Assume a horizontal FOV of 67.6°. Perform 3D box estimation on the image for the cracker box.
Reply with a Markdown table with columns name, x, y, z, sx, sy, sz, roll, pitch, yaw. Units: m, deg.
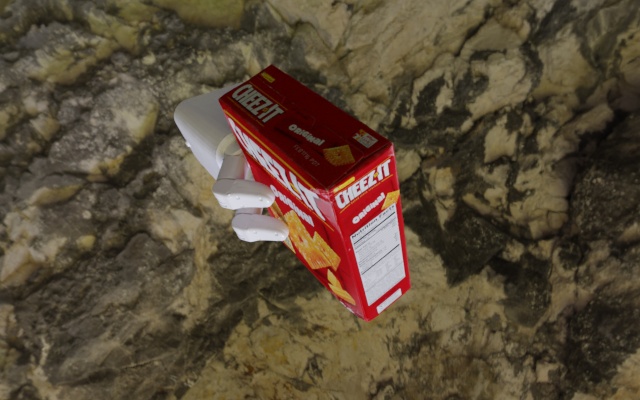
| name | x | y | z | sx | sy | sz | roll | pitch | yaw |
| --- | --- | --- | --- | --- | --- | --- | --- | --- | --- |
| cracker box | 0.000 | 0.002 | 0.459 | 0.072 | 0.214 | 0.164 | -37 | 51 | -16 |
